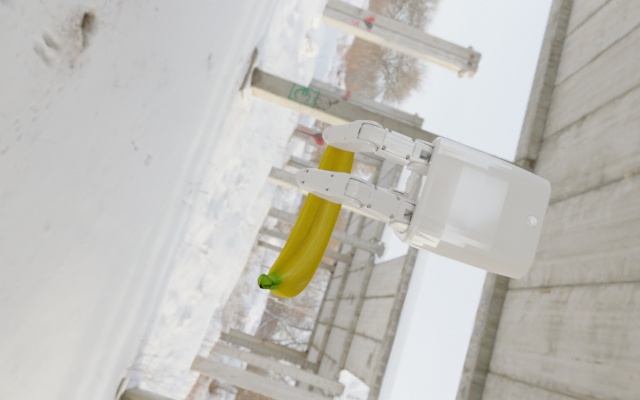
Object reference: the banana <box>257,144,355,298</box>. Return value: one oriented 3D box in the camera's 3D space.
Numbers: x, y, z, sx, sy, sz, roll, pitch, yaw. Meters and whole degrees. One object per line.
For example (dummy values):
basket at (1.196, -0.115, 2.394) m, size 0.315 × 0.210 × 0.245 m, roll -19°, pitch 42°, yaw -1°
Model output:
banana at (-0.004, 0.015, 0.435) m, size 0.037 × 0.197 × 0.070 m, roll 20°, pitch -38°, yaw 5°
